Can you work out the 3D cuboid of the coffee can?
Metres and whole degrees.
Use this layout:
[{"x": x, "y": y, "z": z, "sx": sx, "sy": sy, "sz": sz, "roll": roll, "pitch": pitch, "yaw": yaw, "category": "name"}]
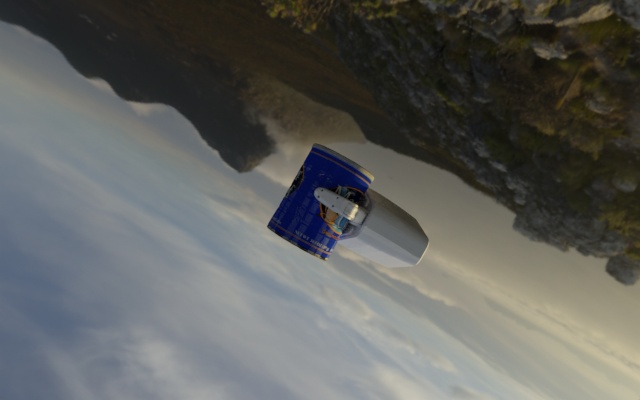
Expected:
[{"x": 0.000, "y": 0.002, "z": 0.700, "sx": 0.103, "sy": 0.140, "sz": 0.103, "roll": 30, "pitch": -1, "yaw": 1, "category": "coffee can"}]
